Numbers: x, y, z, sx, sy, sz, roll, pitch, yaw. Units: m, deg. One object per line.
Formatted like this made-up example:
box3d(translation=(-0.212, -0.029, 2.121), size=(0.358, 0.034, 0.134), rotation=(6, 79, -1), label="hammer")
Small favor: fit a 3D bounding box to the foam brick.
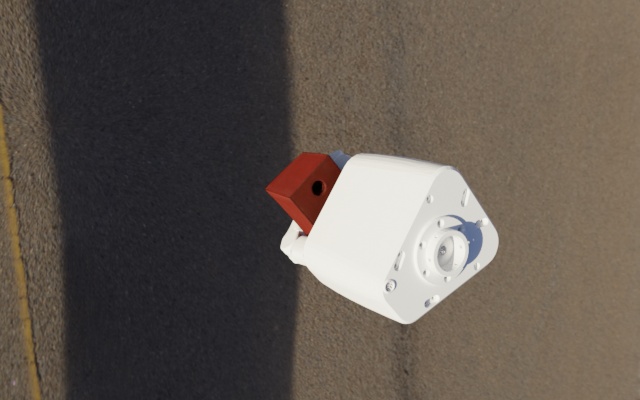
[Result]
box3d(translation=(0.000, 0.001, 0.432), size=(0.078, 0.053, 0.051), rotation=(50, -16, -25), label="foam brick")
